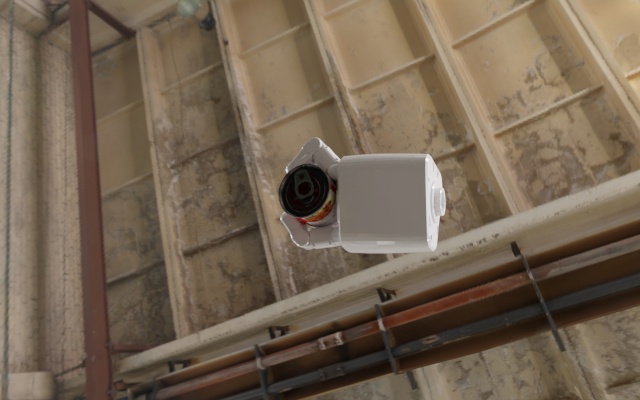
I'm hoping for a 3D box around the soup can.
[{"bbox_3d":[0.000,0.002,0.611,0.068,0.068,0.102,0,-16,25],"label":"soup can"}]
